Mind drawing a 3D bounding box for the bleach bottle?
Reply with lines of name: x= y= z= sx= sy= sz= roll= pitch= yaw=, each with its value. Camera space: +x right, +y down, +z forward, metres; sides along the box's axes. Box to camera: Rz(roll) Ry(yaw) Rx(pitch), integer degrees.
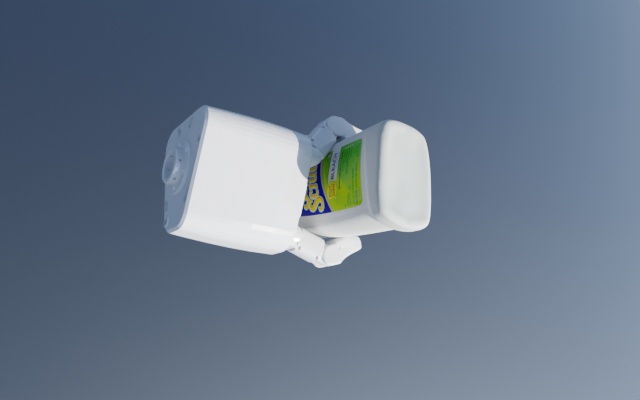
bleach bottle: x=0.000 y=0.002 z=0.510 sx=0.068 sy=0.102 sz=0.251 roll=16 pitch=-22 yaw=-34
